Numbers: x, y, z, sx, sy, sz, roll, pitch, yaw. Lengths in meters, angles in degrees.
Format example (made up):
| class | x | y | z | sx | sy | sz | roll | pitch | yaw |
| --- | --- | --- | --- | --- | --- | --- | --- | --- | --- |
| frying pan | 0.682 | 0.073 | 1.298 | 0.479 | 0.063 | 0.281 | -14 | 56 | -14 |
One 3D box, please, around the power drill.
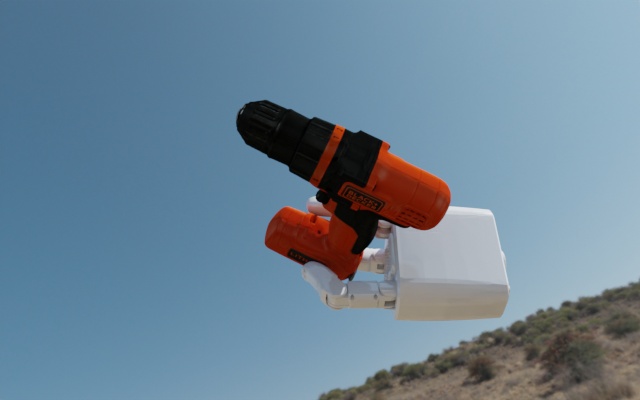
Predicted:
| class | x | y | z | sx | sy | sz | roll | pitch | yaw |
| --- | --- | --- | --- | --- | --- | --- | --- | --- | --- |
| power drill | 0.000 | 0.002 | 0.443 | 0.184 | 0.057 | 0.188 | 26 | -30 | -2 |
